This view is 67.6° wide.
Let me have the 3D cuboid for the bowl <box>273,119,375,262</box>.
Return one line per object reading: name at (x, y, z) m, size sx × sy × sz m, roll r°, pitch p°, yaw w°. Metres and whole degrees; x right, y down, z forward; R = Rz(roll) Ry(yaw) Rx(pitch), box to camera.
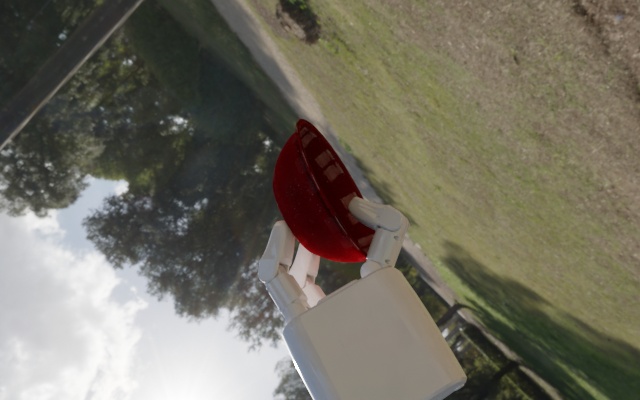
bowl at (-0.001, 0.001, 0.478) m, size 0.055 × 0.162 × 0.162 m, roll -29°, pitch -8°, yaw 15°
